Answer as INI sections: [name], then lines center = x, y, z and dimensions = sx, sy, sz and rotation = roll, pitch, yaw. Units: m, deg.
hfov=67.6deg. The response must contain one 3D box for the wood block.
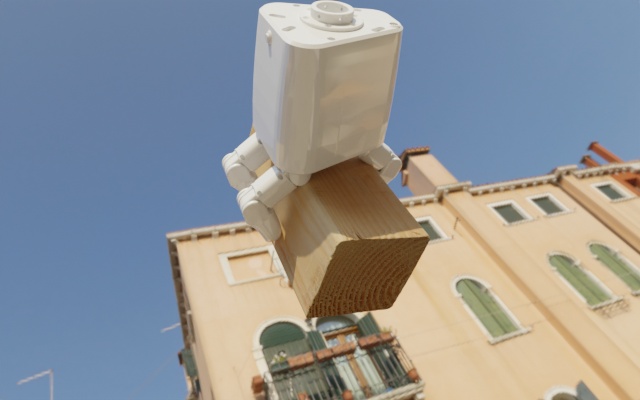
[wood block]
center = 0.000, 0.001, 0.459
dimensions = 0.091, 0.090, 0.206
rotation = 1, 38, -29
